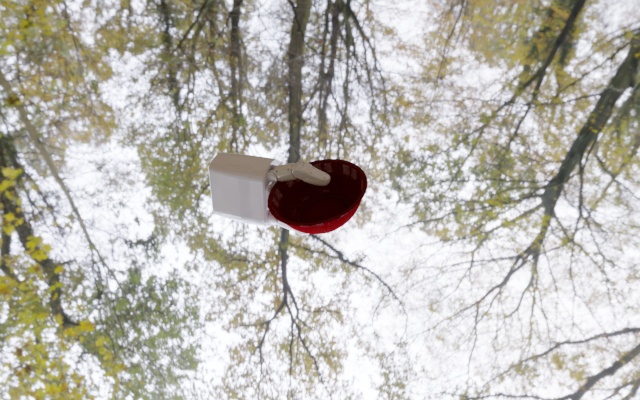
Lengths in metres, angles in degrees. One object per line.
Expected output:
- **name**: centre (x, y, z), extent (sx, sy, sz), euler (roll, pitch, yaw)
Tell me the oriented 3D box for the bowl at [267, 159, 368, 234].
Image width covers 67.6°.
- **bowl**: centre (0.001, 0.003, 0.762), extent (0.162, 0.055, 0.162), euler (-11, 38, 9)
